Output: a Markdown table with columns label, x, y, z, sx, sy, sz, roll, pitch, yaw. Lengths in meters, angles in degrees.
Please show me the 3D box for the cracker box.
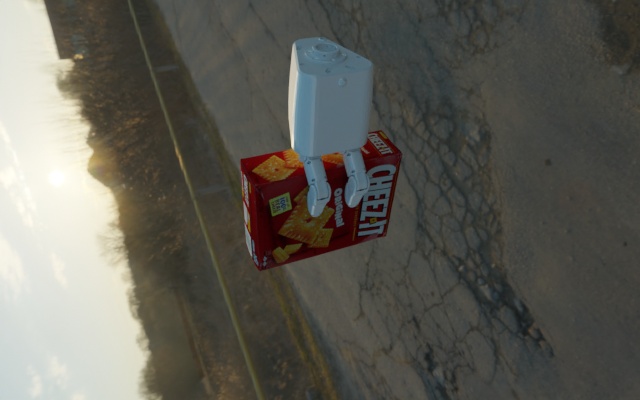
| label | x | y | z | sx | sy | sz | roll | pitch | yaw |
| --- | --- | --- | --- | --- | --- | --- | --- | --- | --- |
| cracker box | 0.000 | 0.002 | 0.683 | 0.213 | 0.164 | 0.072 | -13 | 44 | -19 |
